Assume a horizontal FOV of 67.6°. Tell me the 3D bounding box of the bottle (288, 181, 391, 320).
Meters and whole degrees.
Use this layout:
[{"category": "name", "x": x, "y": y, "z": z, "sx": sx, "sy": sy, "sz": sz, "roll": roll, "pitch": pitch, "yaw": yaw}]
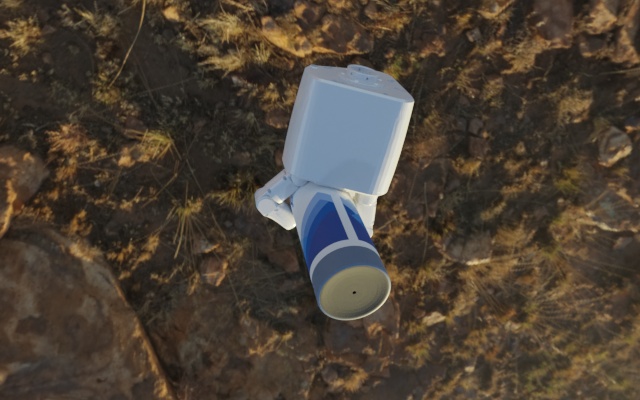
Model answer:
[{"category": "bottle", "x": 0.000, "y": 0.002, "z": 0.533, "sx": 0.069, "sy": 0.069, "sz": 0.295, "roll": 0, "pitch": 32, "yaw": -14}]
